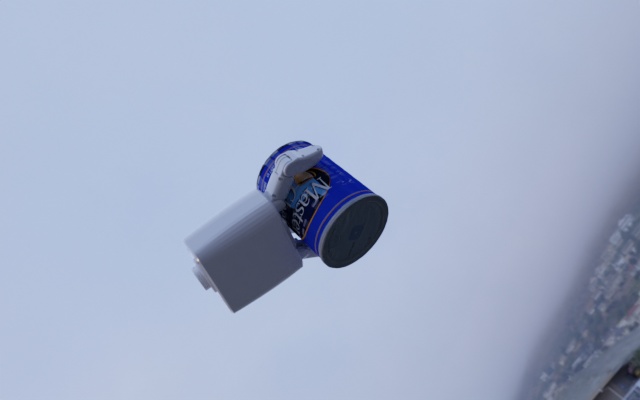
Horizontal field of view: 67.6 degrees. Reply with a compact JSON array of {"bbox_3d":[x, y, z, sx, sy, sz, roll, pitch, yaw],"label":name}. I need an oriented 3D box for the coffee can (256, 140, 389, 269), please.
[{"bbox_3d":[0.000,0.002,0.597,0.103,0.103,0.140,0,32,-45],"label":"coffee can"}]
